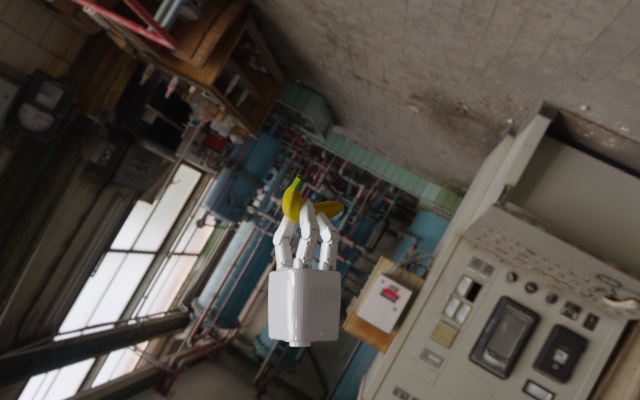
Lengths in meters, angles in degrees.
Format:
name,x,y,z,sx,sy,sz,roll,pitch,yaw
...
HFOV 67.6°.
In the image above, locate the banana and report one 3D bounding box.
name,x,y,z,sx,sy,sz,roll,pitch,yaw
banana,-0.016,0.012,0.793,0.069,0.037,0.198,-33,-21,11
